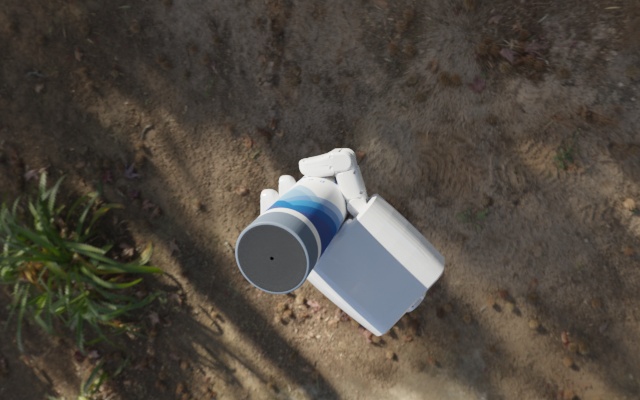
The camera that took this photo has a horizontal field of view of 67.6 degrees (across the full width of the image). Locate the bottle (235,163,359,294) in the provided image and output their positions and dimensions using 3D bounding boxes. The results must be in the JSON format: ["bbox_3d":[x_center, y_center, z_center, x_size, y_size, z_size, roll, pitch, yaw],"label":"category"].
[{"bbox_3d":[0.000,0.002,0.528,0.069,0.069,0.295,0,19,17],"label":"bottle"}]
